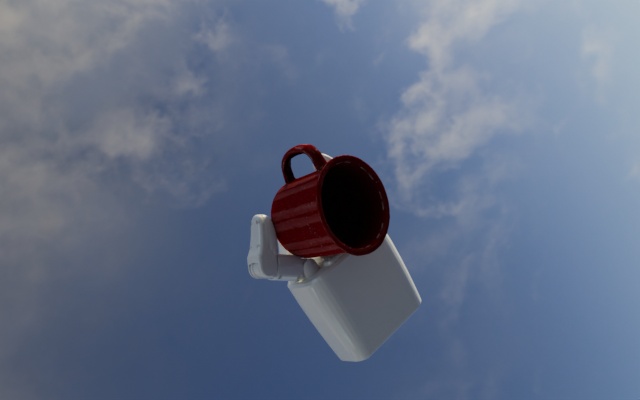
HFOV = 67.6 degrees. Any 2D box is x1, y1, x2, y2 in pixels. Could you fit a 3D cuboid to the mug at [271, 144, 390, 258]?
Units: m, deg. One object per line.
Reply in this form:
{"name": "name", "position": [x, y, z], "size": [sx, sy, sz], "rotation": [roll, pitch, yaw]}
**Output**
{"name": "mug", "position": [-0.001, 0.000, 0.458], "size": [0.081, 0.117, 0.093], "rotation": [-17, 18, 47]}
